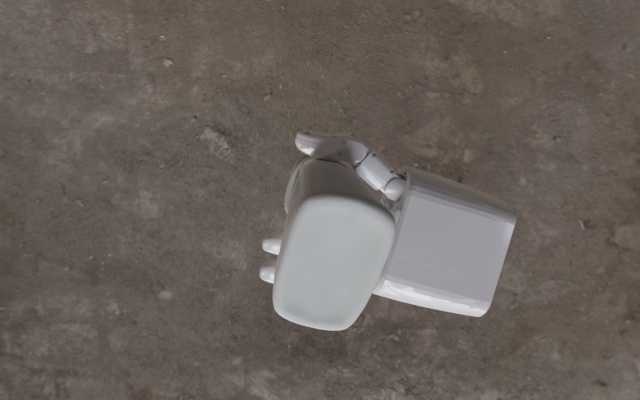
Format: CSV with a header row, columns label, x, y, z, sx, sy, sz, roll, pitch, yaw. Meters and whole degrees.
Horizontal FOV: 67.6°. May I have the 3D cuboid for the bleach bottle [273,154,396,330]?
label,x,y,z,sx,sy,sz,roll,pitch,yaw
bleach bottle,0.000,0.001,0.422,0.068,0.102,0.250,16,19,-9
